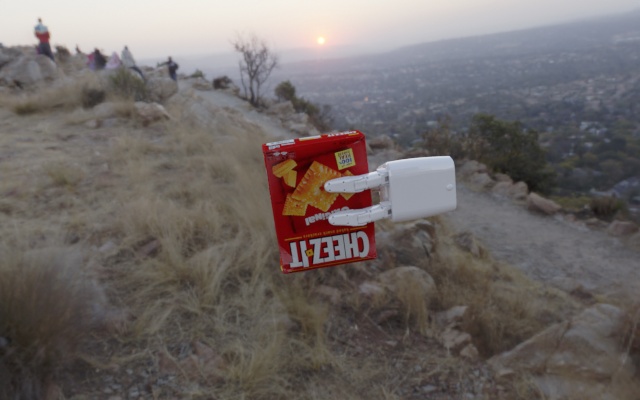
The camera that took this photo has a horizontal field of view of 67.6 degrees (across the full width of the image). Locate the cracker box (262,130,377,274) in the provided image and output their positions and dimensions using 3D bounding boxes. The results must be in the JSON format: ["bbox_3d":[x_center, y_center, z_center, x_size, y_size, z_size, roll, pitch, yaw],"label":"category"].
[{"bbox_3d":[0.000,0.002,0.790,0.164,0.214,0.072,-9,16,-4],"label":"cracker box"}]
